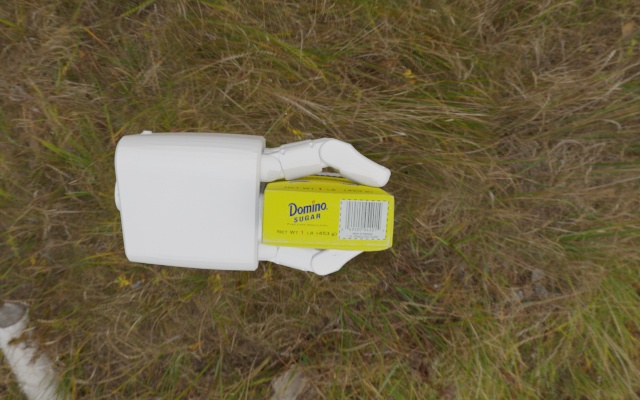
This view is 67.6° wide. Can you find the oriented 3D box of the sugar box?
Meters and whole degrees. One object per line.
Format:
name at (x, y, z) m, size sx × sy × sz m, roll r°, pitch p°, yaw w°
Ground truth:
sugar box at (0.000, 0.001, 0.414) m, size 0.093 × 0.048 × 0.176 m, roll 3°, pitch 10°, yaw -5°
